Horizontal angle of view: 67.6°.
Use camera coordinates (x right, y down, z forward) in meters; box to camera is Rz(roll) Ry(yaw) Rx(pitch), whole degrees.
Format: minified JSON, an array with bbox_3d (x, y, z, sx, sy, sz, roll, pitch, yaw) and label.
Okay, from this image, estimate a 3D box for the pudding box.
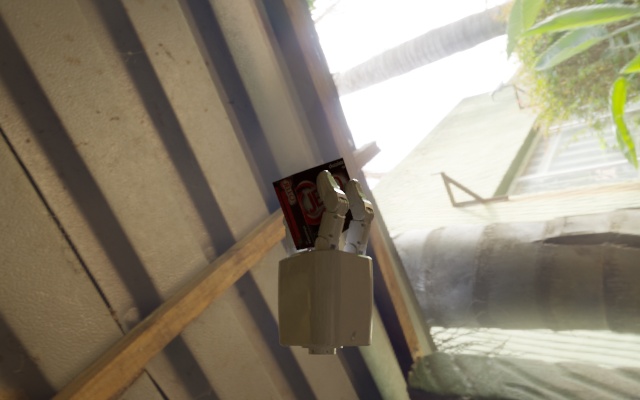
[{"bbox_3d":[0.000,0.002,0.603,0.039,0.090,0.113,-15,6,38],"label":"pudding box"}]
